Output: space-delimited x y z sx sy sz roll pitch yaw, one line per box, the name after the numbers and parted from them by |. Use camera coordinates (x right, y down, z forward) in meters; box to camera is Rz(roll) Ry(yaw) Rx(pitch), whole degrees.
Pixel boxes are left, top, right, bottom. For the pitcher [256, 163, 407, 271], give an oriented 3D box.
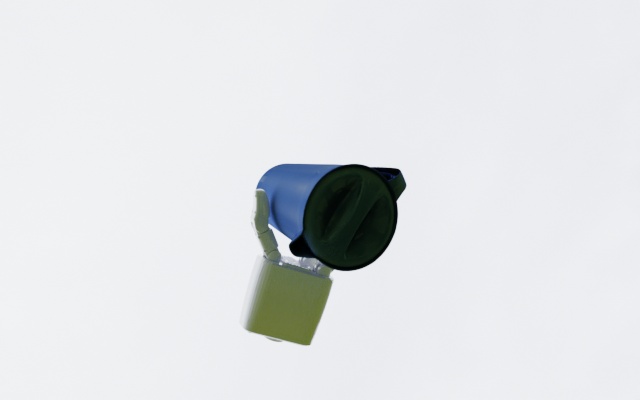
0.000 0.002 0.685 0.149 0.145 0.243 15 1 -26 | pitcher
